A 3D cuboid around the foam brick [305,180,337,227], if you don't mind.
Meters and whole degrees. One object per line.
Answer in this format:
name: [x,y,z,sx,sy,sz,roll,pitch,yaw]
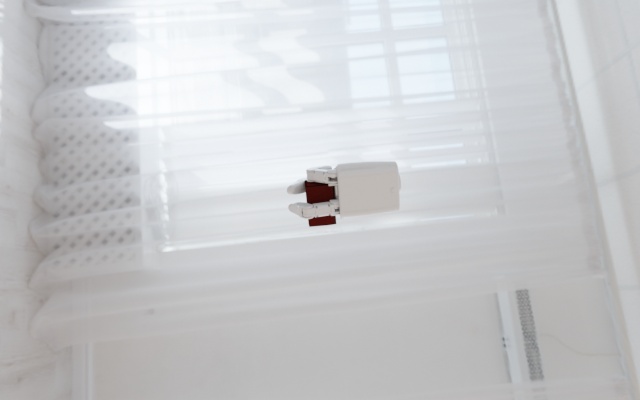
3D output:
foam brick: [0.000,0.003,0.867,0.051,0.078,0.053,-5,17,-2]
